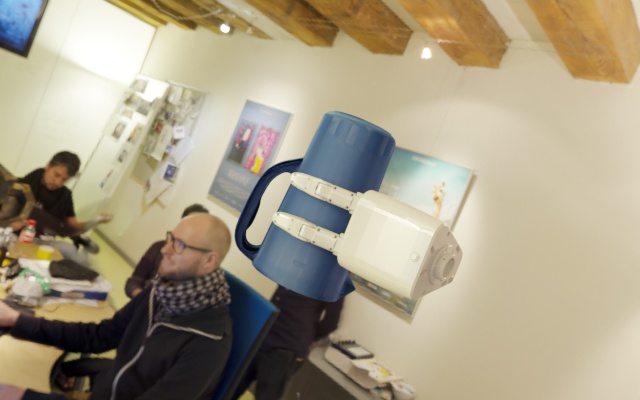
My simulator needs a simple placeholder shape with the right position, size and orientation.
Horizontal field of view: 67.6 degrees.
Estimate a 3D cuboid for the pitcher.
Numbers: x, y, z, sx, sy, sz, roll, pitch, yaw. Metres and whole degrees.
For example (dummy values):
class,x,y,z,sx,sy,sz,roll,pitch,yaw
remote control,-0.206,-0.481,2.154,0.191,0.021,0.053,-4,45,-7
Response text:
class,x,y,z,sx,sy,sz,roll,pitch,yaw
pitcher,0.000,0.002,0.659,0.145,0.243,0.149,25,3,39
